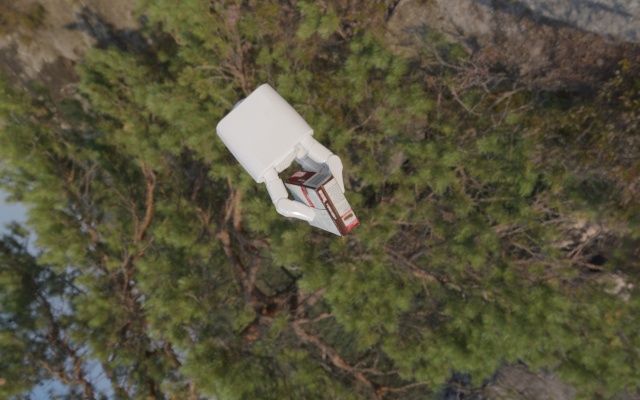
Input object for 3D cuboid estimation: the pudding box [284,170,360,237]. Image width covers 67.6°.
[{"bbox_3d":[0.000,0.002,0.729,0.039,0.090,0.113,-38,22,-17],"label":"pudding box"}]
